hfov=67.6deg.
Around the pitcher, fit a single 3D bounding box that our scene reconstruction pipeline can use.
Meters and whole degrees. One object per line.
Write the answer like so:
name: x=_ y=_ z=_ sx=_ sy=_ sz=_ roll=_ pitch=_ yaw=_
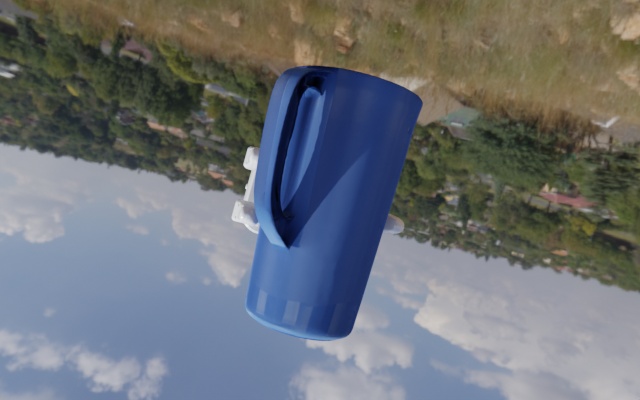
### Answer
pitcher: x=0.000 y=0.001 z=0.456 sx=0.149 sy=0.243 sz=0.145 roll=14 pitch=-1 yaw=-13
